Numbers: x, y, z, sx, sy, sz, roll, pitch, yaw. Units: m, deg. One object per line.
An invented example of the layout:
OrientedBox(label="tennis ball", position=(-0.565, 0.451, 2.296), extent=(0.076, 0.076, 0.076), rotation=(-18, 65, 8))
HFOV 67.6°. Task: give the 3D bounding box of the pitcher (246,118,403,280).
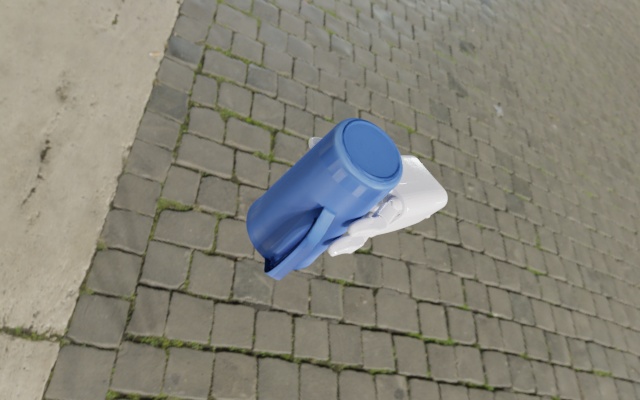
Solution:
OrientedBox(label="pitcher", position=(0.000, 0.002, 0.672), extent=(0.145, 0.149, 0.243), rotation=(-9, -23, -39))
